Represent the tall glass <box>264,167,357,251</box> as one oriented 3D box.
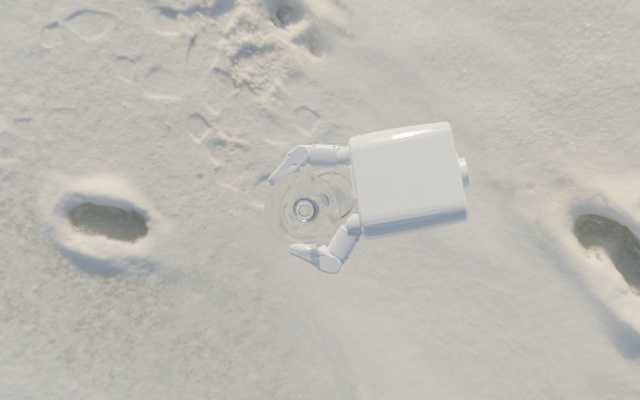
[{"bbox_3d":[0.000,0.002,0.544,0.079,0.079,0.201,0,5,10],"label":"tall glass"}]
